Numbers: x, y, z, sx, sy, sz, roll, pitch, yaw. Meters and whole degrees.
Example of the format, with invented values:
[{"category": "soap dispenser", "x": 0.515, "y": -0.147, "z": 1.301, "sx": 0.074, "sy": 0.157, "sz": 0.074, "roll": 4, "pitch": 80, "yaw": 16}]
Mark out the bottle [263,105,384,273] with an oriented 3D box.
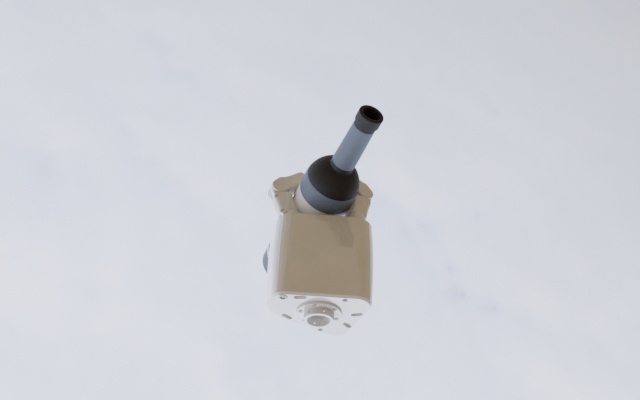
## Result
[{"category": "bottle", "x": 0.000, "y": 0.002, "z": 0.591, "sx": 0.069, "sy": 0.069, "sz": 0.296, "roll": 0, "pitch": -38, "yaw": -27}]
